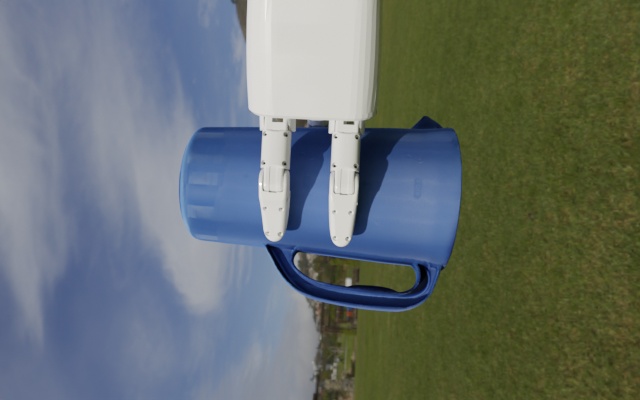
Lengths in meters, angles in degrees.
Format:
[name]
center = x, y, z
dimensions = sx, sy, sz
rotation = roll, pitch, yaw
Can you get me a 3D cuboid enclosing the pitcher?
[pitcher]
center = 0.000, 0.001, 0.445
dimensions = 0.243, 0.145, 0.149
rotation = 3, 28, 3
